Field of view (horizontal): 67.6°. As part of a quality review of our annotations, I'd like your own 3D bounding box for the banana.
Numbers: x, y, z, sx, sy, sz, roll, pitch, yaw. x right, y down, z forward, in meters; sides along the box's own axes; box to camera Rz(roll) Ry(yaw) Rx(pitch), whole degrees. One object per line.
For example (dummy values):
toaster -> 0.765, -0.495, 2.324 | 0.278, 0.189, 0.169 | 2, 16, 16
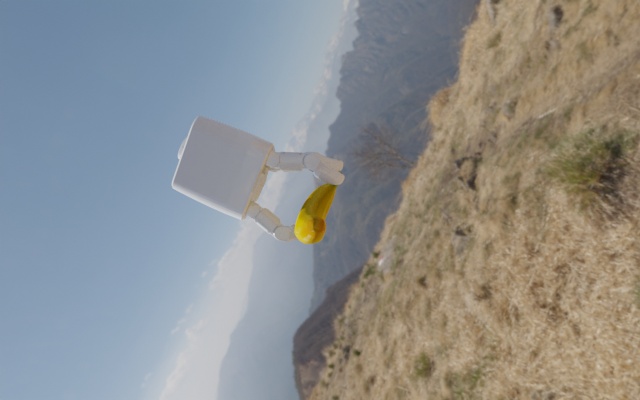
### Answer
banana -> -0.007, 0.016, 0.614 | 0.037, 0.070, 0.197 | 25, 23, -2
